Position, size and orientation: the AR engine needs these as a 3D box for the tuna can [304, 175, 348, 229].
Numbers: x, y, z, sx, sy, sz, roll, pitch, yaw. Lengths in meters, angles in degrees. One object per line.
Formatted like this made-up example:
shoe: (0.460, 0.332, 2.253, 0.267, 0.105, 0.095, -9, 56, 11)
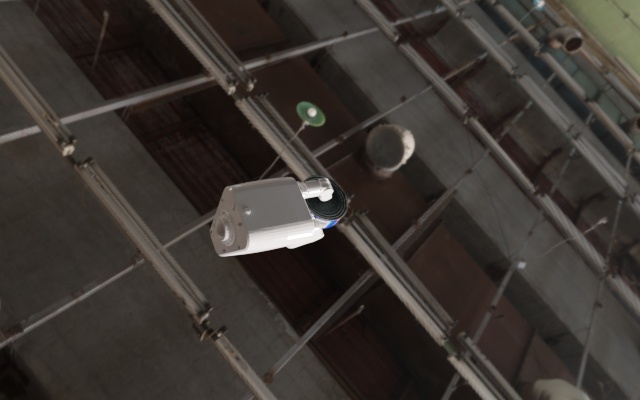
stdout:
tuna can: (0.000, 0.003, 0.784, 0.086, 0.086, 0.034, 0, -30, -31)
